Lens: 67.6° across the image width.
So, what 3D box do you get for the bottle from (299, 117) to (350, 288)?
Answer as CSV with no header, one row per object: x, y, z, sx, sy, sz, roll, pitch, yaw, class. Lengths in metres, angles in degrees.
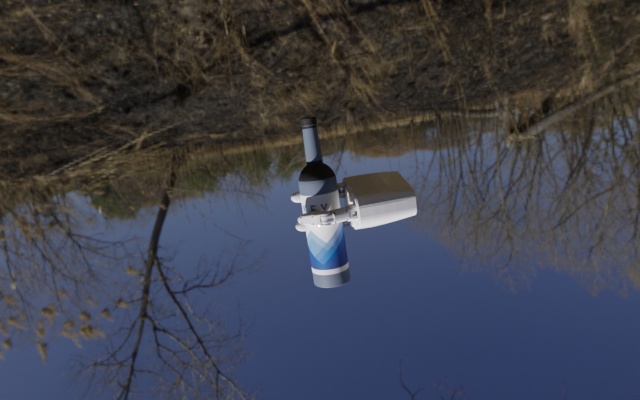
0.000,0.003,0.837,0.069,0.296,0.069,-8,11,2,bottle
